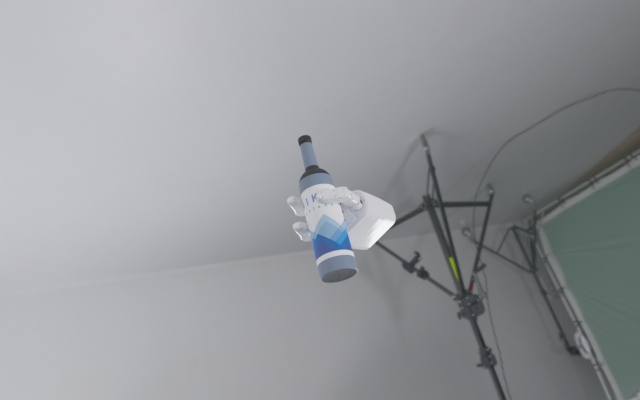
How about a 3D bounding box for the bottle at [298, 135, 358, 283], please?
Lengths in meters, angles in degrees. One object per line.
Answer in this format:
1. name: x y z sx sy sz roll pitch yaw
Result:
1. bottle: 0.000 0.003 0.886 0.069 0.295 0.069 -11 -28 -6
